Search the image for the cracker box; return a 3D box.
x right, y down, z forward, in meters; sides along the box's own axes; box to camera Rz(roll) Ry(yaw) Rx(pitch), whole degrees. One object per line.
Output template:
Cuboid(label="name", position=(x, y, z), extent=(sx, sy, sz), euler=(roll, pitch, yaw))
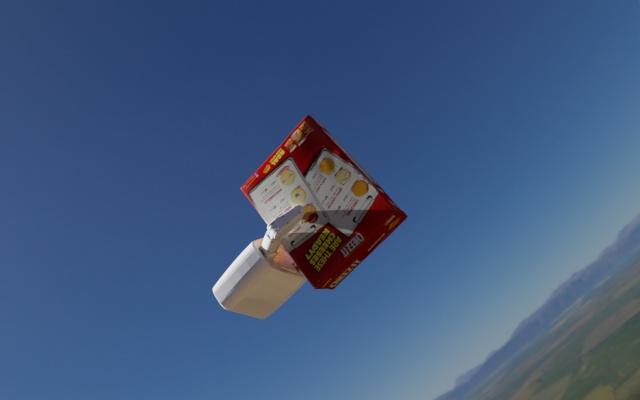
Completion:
Cuboid(label="cracker box", position=(0.000, 0.002, 0.729), extent=(0.213, 0.164, 0.072), euler=(50, 13, 26))
